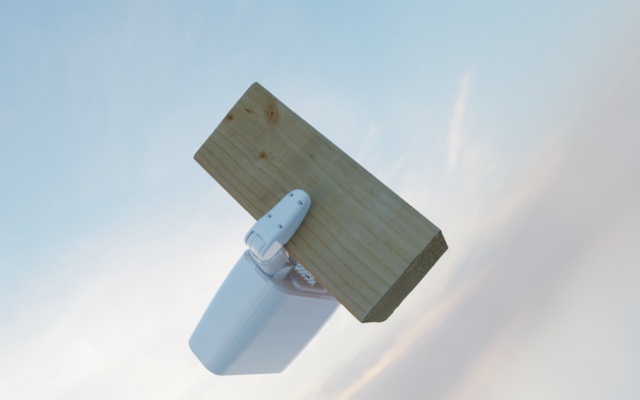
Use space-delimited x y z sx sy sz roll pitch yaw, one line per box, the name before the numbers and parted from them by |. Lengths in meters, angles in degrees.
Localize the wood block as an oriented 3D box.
wood block | 0.000 0.002 0.416 0.206 0.090 0.091 41 3 22
